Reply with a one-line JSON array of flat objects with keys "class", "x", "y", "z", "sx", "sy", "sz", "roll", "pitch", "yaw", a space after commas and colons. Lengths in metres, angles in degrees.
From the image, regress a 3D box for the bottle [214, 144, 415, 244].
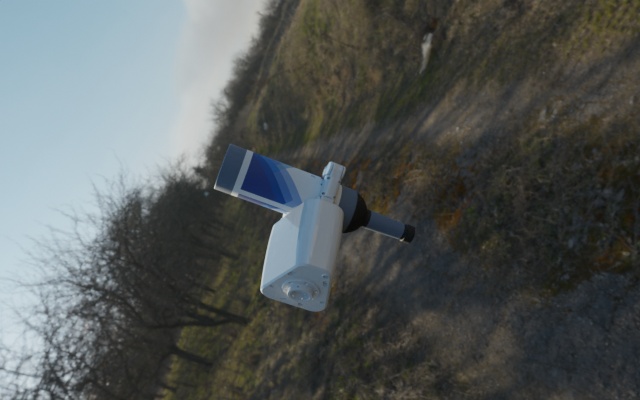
[{"class": "bottle", "x": 0.000, "y": 0.002, "z": 0.686, "sx": 0.296, "sy": 0.069, "sz": 0.069, "roll": 20, "pitch": -4, "yaw": -11}]
